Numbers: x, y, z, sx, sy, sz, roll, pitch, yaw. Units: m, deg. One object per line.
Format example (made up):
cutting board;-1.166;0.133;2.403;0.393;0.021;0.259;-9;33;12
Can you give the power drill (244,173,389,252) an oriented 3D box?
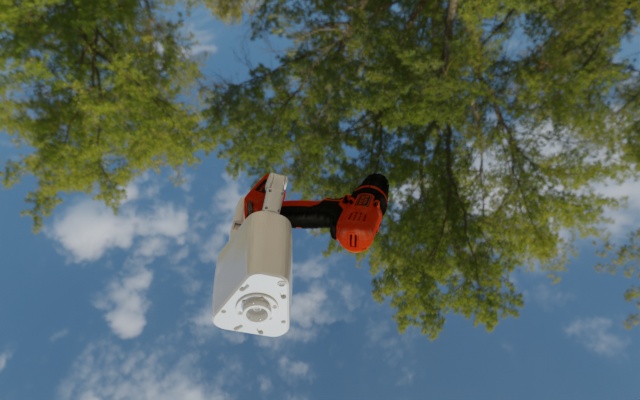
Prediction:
power drill;0.000;0.002;0.679;0.187;0.057;0.184;4;25;15
